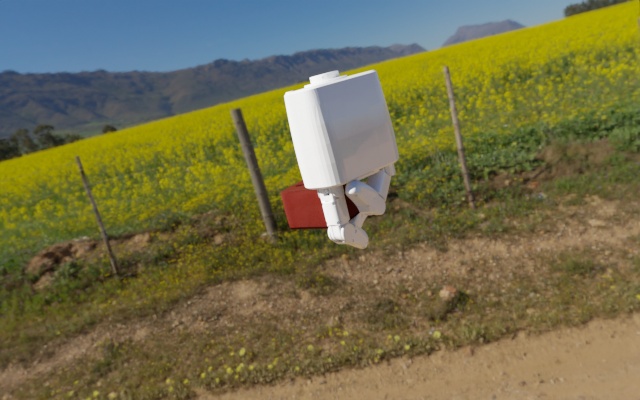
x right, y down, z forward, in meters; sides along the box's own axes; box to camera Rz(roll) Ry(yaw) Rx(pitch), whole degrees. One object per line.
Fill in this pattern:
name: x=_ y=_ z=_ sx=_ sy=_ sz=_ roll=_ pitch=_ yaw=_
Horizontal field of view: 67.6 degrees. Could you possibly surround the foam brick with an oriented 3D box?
foam brick: x=0.000 y=0.002 z=0.583 sx=0.078 sy=0.051 sz=0.053 roll=-4 pitch=19 yaw=39
